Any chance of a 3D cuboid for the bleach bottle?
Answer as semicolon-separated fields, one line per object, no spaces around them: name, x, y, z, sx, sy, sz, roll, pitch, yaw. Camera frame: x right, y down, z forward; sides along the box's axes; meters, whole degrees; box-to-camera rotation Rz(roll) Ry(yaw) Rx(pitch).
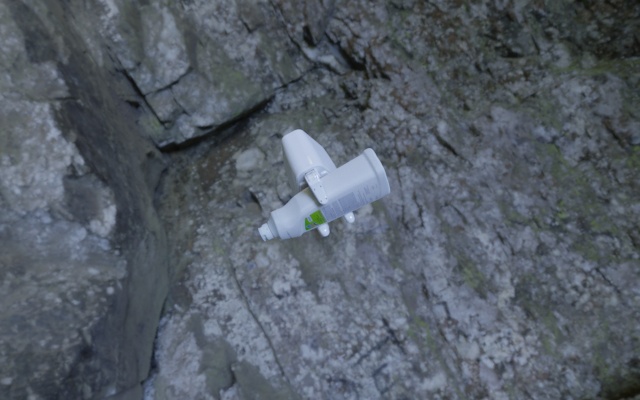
bleach bottle;0.000;0.003;0.879;0.251;0.068;0.103;-27;-34;1
